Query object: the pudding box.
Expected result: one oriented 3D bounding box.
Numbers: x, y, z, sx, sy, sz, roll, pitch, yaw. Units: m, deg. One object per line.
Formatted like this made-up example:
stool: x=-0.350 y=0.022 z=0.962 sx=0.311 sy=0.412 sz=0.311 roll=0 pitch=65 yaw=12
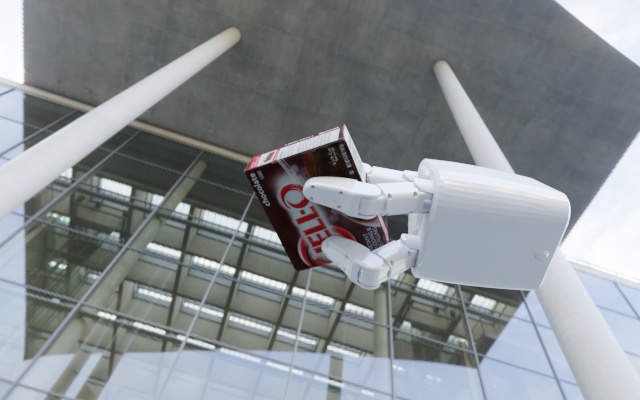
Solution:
pudding box: x=0.000 y=0.001 z=0.414 sx=0.090 sy=0.113 sz=0.039 roll=-17 pitch=25 yaw=16
